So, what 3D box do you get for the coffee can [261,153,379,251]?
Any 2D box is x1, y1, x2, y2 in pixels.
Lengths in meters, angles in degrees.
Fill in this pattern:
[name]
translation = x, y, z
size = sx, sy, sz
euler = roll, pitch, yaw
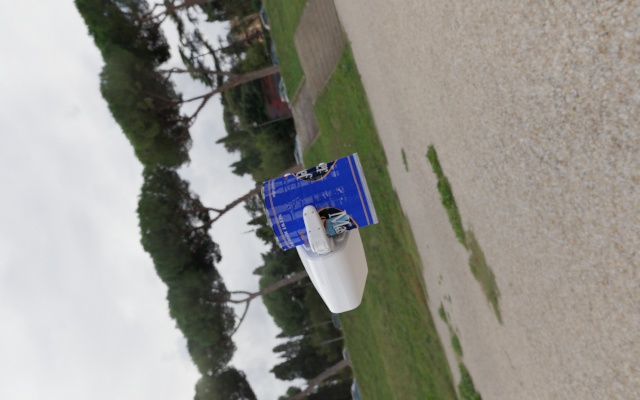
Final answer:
[coffee can]
translation = 0.000, 0.002, 0.674
size = 0.140, 0.103, 0.103
euler = -17, -2, 5
